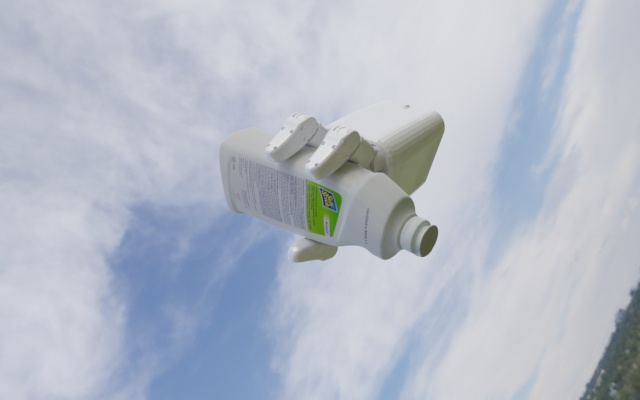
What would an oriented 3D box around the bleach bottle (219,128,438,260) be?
[{"bbox_3d":[0.000,0.001,0.475,0.250,0.103,0.068,24,41,38],"label":"bleach bottle"}]
